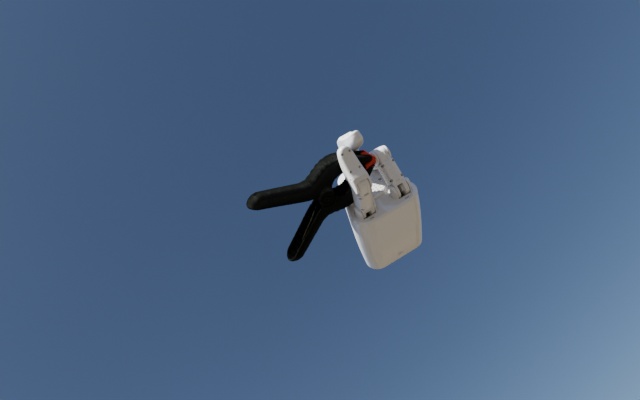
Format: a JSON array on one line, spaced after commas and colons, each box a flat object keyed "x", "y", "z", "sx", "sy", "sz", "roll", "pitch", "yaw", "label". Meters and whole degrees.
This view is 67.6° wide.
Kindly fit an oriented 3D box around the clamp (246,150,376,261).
[{"x": 0.000, "y": 0.002, "z": 0.610, "sx": 0.171, "sy": 0.120, "sz": 0.039, "roll": -29, "pitch": 44, "yaw": -11, "label": "clamp"}]
